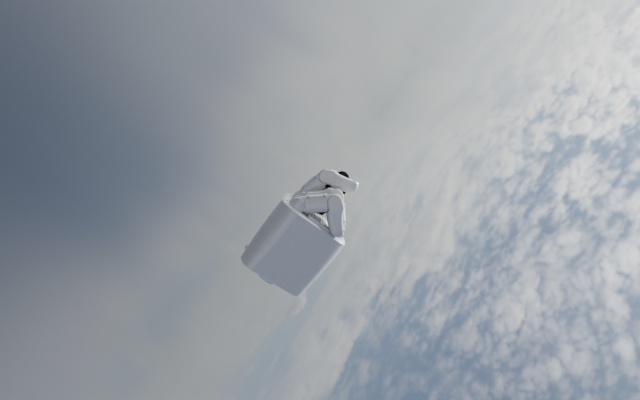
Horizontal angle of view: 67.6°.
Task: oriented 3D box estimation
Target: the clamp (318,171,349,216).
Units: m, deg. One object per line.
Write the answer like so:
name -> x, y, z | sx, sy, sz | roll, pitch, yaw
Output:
clamp -> 0.001, 0.003, 0.775 | 0.039, 0.120, 0.171 | 41, 7, -1
